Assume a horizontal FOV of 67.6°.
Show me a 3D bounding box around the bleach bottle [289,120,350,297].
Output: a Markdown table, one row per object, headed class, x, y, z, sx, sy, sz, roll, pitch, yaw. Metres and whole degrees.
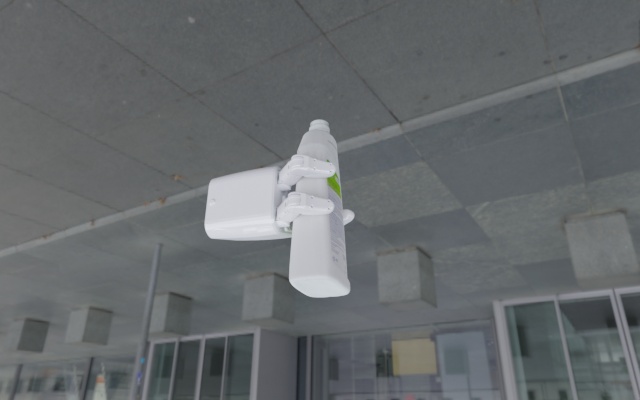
| class | x | y | z | sx | sy | sz | roll | pitch | yaw |
| --- | --- | --- | --- | --- | --- | --- | --- | --- | --- |
| bleach bottle | 0.000 | 0.002 | 0.678 | 0.068 | 0.250 | 0.103 | -7 | -26 | 17 |
